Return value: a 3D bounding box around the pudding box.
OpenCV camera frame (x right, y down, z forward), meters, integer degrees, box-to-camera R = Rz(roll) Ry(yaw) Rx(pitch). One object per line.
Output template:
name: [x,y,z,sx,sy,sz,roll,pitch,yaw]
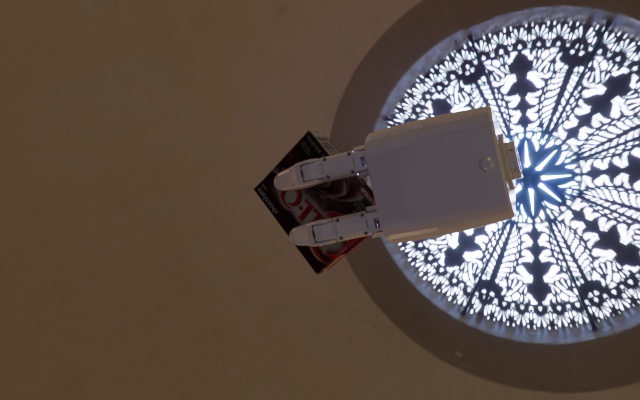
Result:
pudding box: [0.000,0.002,0.475,0.090,0.113,0.039,-44,-16,24]
